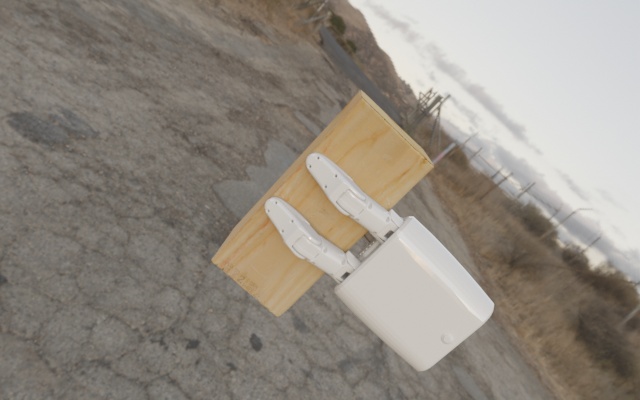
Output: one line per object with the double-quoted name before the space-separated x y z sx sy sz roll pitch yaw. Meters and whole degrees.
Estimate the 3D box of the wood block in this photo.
"wood block" 0.000 0.002 0.469 0.090 0.206 0.090 42 15 -7
